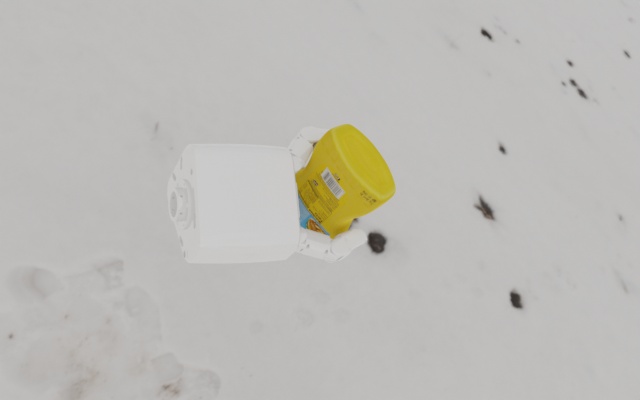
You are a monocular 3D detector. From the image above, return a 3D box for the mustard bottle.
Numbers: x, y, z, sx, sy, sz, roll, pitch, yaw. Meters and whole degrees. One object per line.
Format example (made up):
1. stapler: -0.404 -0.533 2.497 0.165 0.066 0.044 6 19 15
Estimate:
1. mustard bottle: 0.000 0.002 0.563 0.058 0.096 0.192 -29 -10 -42
